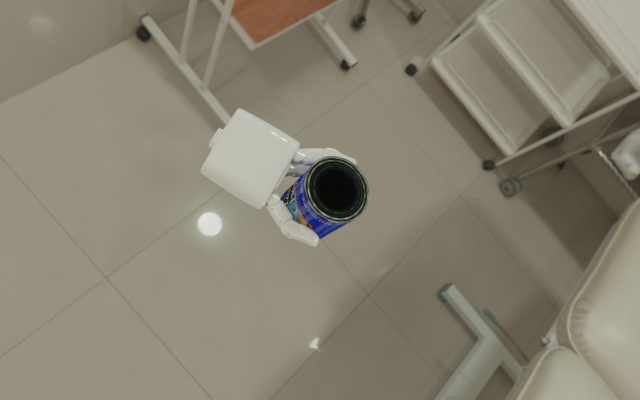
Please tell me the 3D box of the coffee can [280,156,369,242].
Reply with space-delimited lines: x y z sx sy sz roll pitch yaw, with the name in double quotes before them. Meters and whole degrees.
"coffee can" 0.000 0.003 0.749 0.103 0.102 0.140 0 -16 -22
